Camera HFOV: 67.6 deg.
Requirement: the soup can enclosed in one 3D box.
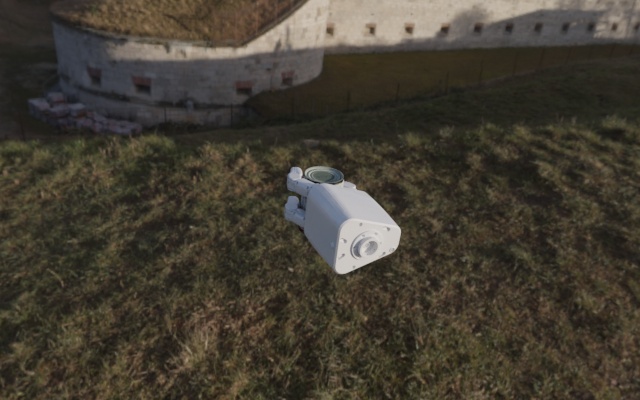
[{"bbox_3d":[0.000,0.002,0.794,0.068,0.102,0.068,5,28,-3],"label":"soup can"}]
